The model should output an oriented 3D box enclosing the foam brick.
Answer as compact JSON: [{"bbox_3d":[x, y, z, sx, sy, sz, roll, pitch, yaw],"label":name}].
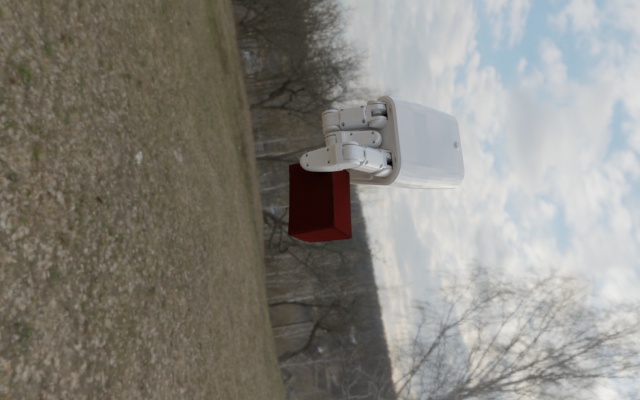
[{"bbox_3d":[0.000,0.002,0.505,0.053,0.078,0.051,-8,-20,22],"label":"foam brick"}]
